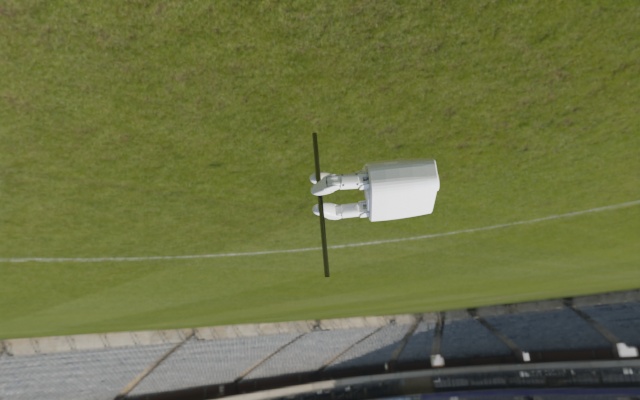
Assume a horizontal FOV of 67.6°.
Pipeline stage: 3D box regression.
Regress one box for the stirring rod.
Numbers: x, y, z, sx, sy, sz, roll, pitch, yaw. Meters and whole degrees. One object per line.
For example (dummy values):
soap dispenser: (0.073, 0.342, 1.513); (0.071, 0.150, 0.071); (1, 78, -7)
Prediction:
stirring rod: (0.000, 0.002, 0.770); (0.011, 0.239, 0.011); (-5, -16, -1)
